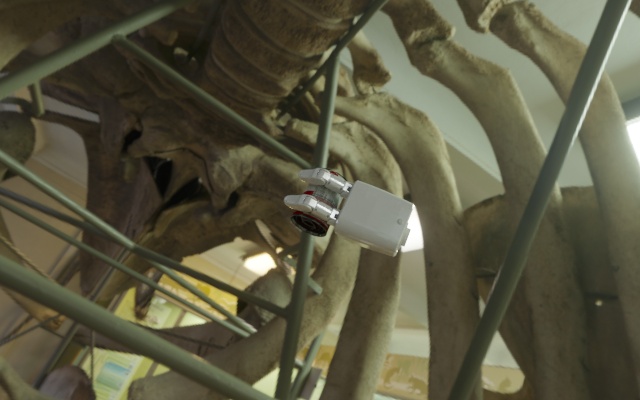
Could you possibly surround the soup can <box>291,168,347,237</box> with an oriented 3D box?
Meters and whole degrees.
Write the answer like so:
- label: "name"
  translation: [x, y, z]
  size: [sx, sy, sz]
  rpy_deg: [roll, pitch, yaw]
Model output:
- label: "soup can"
  translation: [0.000, 0.002, 0.831]
  size: [0.068, 0.102, 0.068]
  rpy_deg: [22, -24, 10]
